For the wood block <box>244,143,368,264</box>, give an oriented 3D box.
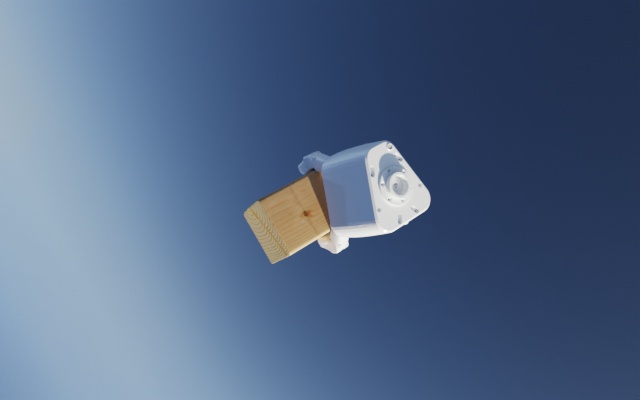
[{"bbox_3d":[0.000,0.002,0.734,0.206,0.091,0.090,-29,-2,-27],"label":"wood block"}]
